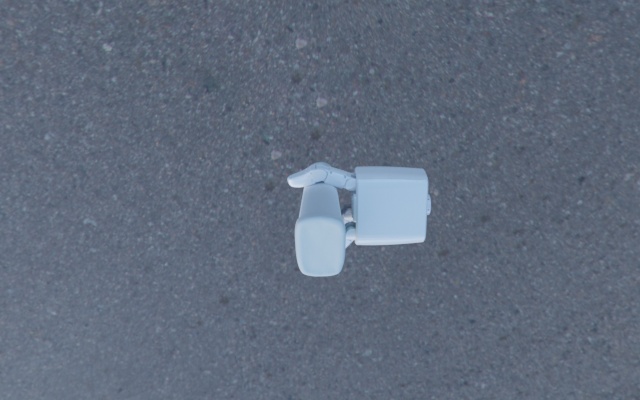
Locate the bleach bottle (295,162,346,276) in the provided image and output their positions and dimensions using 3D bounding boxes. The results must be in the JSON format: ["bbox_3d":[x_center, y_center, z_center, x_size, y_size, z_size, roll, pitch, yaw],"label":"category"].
[{"bbox_3d":[0.000,0.003,0.740,0.068,0.103,0.250,0,31,0],"label":"bleach bottle"}]
